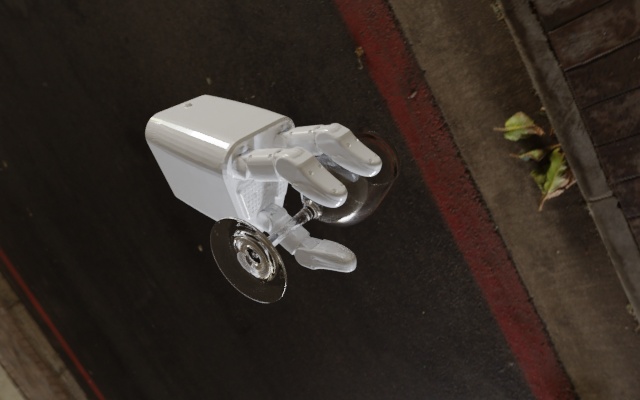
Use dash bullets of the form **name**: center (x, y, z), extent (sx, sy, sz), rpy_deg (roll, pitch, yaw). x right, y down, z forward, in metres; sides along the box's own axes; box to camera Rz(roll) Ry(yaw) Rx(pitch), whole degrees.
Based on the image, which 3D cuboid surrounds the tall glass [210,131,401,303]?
- **tall glass**: center (0.000, 0.002, 0.424), extent (0.079, 0.079, 0.201), rpy_deg (0, 26, 39)
